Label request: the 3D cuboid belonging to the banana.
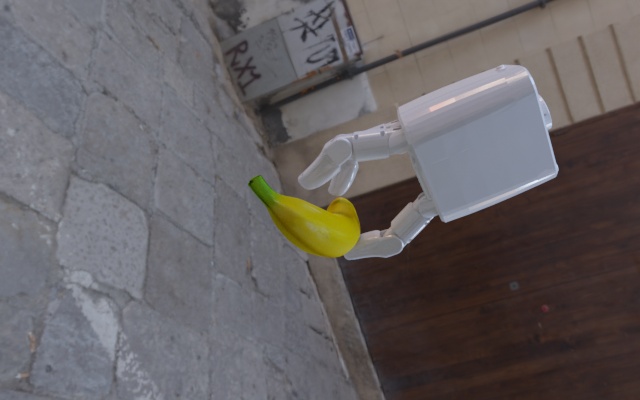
[{"bbox_3d":[0.006,0.018,0.422,0.037,0.069,0.198,-27,-14,15],"label":"banana"}]
